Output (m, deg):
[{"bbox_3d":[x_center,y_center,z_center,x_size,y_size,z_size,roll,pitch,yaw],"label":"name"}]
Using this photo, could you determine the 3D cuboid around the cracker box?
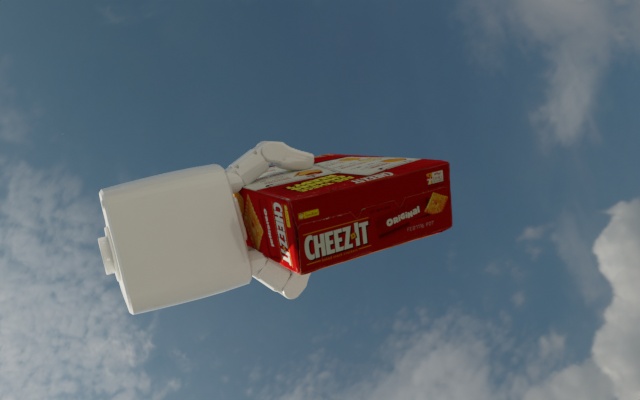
[{"bbox_3d":[0.000,0.001,0.490,0.164,0.072,0.213,-14,14,-26],"label":"cracker box"}]
